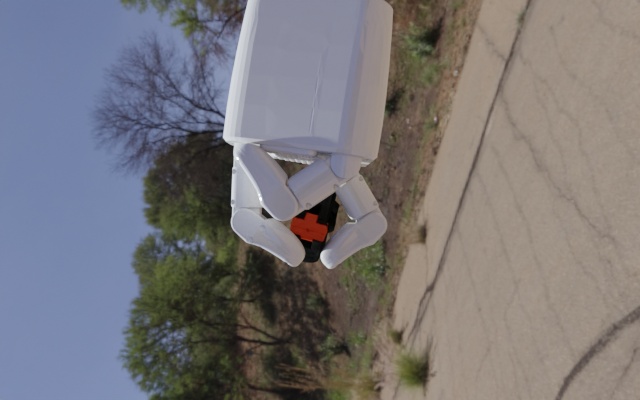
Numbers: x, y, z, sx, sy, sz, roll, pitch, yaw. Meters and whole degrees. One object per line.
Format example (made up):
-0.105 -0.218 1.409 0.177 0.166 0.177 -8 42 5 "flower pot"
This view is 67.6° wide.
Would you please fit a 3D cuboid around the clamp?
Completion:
-0.001 0.001 0.439 0.039 0.120 0.171 8 -1 0 "clamp"
